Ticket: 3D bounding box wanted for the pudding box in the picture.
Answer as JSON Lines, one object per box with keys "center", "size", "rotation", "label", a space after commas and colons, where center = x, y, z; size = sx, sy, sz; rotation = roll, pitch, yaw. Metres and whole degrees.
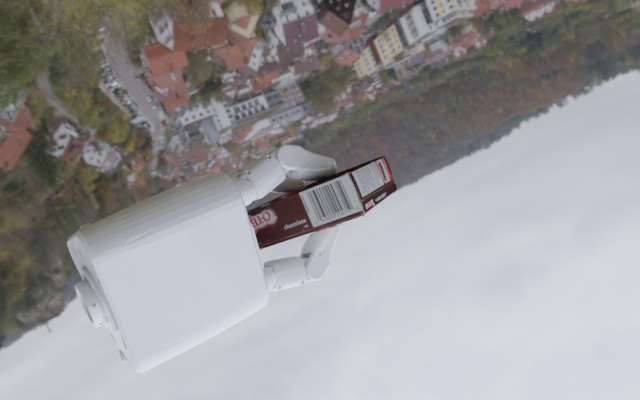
{"center": [0.000, 0.002, 0.419], "size": [0.113, 0.039, 0.090], "rotation": [-18, 6, 28], "label": "pudding box"}
